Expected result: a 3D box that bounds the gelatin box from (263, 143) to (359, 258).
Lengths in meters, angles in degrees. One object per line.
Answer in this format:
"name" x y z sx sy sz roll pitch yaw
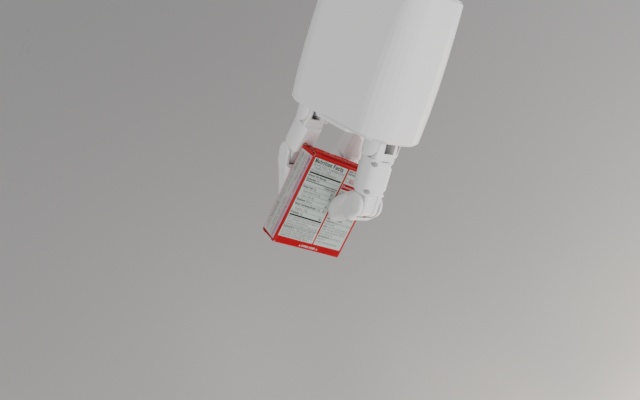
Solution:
"gelatin box" 0.000 0.002 0.432 0.073 0.089 0.030 18 14 -34
